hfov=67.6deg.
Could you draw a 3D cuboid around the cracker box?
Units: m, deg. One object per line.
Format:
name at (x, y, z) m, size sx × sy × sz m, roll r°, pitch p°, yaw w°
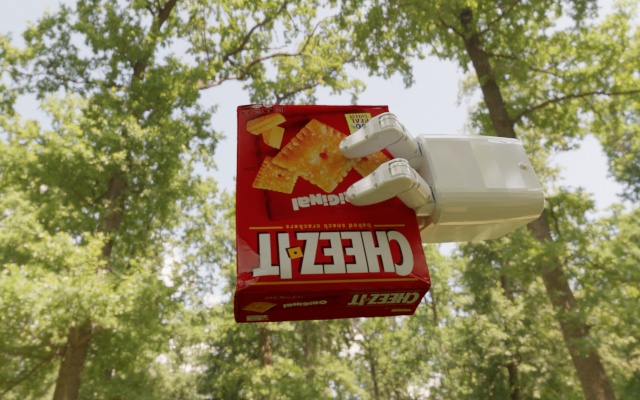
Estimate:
cracker box at (0.000, 0.001, 0.461) m, size 0.164 × 0.213 × 0.072 m, roll -1°, pitch -36°, yaw -8°
